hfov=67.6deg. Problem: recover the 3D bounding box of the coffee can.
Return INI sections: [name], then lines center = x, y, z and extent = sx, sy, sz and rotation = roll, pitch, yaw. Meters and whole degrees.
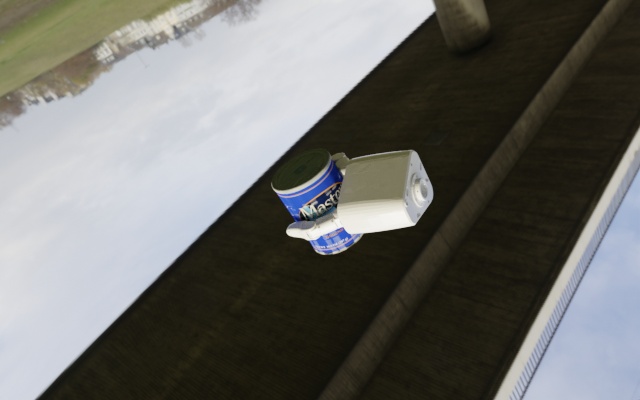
[coffee can]
center = 0.000, 0.002, 0.769
extent = 0.103, 0.140, 0.102
rotation = -23, 31, 15
